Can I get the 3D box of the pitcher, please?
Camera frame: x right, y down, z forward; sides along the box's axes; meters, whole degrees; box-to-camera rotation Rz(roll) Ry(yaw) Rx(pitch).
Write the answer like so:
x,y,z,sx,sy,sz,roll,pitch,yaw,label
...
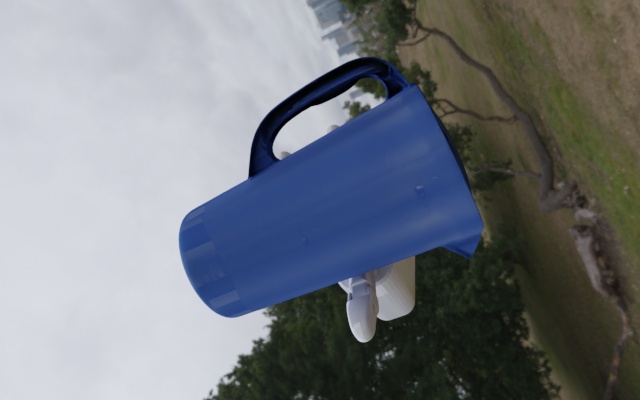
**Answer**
x,y,z,sx,sy,sz,roll,pitch,yaw,label
0.000,0.001,0.415,0.243,0.149,0.145,-25,-39,13,pitcher
